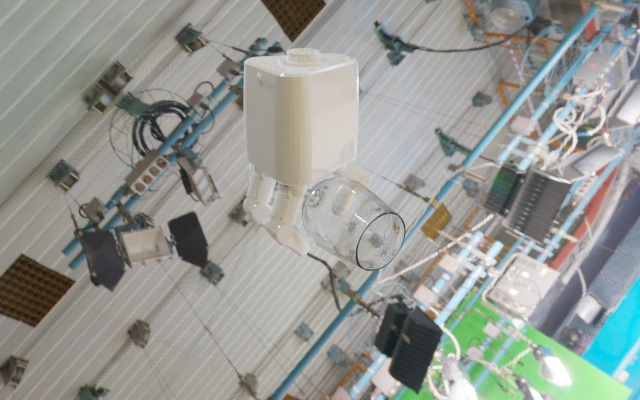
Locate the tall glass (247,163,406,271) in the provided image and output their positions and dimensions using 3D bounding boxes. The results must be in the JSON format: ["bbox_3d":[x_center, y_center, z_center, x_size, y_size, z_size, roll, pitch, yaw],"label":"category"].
[{"bbox_3d":[0.000,0.002,0.517,0.079,0.079,0.201,0,22,-39],"label":"tall glass"}]
